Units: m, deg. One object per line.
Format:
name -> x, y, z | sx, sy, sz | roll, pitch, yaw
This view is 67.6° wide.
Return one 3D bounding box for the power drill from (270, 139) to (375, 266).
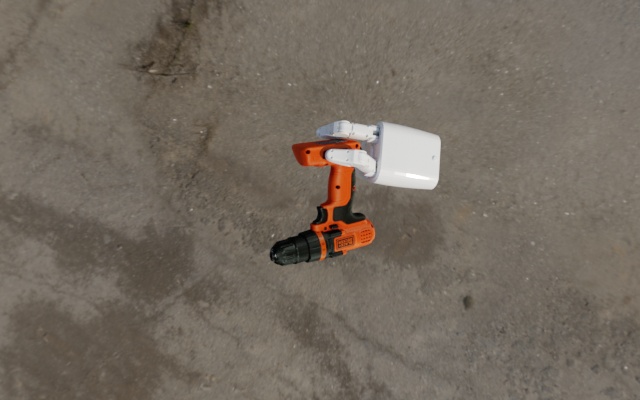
power drill -> 0.000, 0.002, 0.748 | 0.184, 0.188, 0.057 | -13, 20, -29
